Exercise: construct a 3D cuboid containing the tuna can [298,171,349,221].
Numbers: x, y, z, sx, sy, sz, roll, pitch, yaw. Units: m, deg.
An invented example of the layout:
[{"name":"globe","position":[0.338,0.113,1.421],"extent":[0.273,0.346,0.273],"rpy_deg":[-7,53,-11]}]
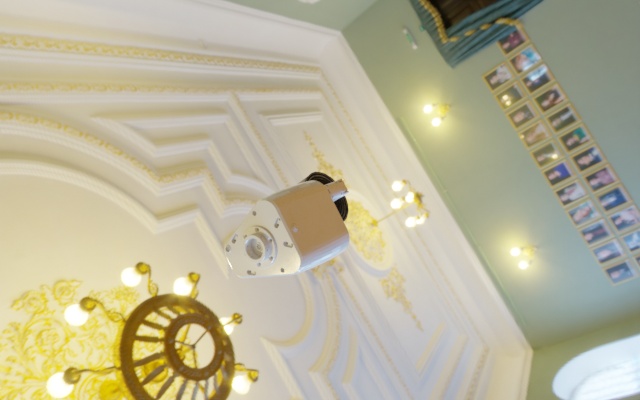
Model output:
[{"name":"tuna can","position":[0.000,0.003,0.707],"extent":[0.034,0.086,0.086],"rpy_deg":[-34,-21,35]}]
